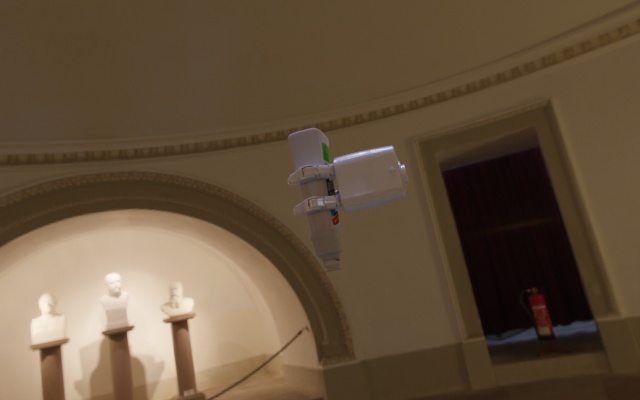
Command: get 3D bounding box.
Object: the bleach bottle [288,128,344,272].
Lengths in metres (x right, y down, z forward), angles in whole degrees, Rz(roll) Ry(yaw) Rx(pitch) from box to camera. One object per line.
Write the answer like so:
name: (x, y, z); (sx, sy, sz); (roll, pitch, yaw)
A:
bleach bottle: (0.000, 0.003, 0.863); (0.068, 0.250, 0.102); (-14, -11, 11)
